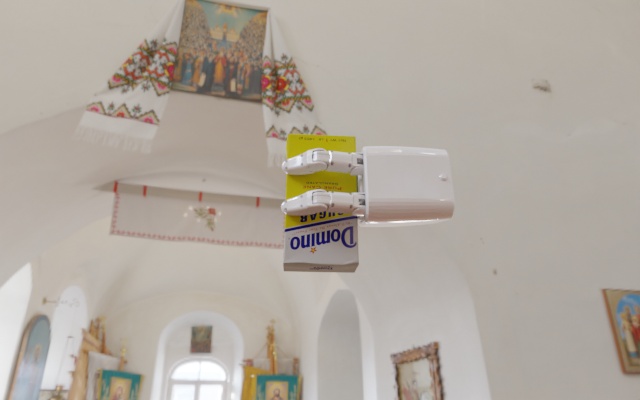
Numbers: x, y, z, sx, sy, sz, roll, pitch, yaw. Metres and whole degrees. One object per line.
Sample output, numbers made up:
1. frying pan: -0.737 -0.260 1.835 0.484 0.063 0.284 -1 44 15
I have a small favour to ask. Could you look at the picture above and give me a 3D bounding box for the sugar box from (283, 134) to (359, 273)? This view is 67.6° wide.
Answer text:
1. sugar box: 0.000 0.002 0.612 0.093 0.176 0.048 1 -24 -4
